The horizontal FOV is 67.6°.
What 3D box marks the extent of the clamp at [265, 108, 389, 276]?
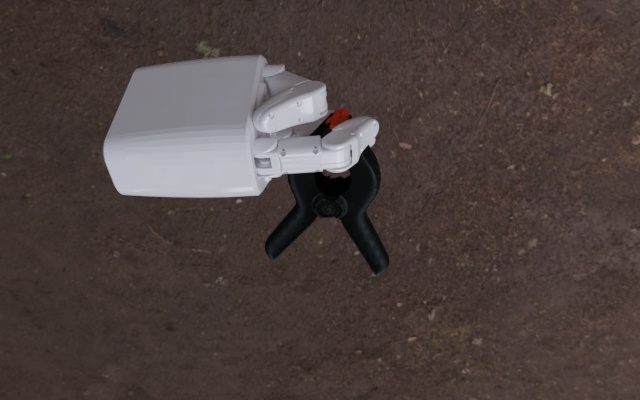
[{"bbox_3d":[0.000,0.002,0.423,0.120,0.172,0.039,-3,36,5],"label":"clamp"}]
